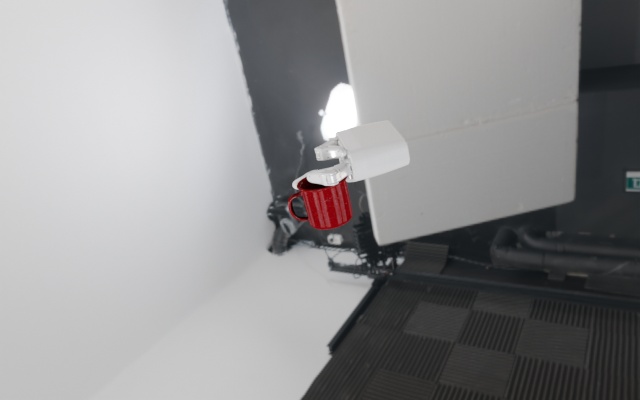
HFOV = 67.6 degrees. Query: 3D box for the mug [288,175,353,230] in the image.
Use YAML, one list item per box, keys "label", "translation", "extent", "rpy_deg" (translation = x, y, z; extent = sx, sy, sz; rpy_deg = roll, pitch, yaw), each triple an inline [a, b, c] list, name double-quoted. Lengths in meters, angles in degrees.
- label: "mug"
  translation: [-0.001, 0.003, 0.858]
  extent: [0.117, 0.081, 0.093]
  rpy_deg: [-16, 22, -6]
